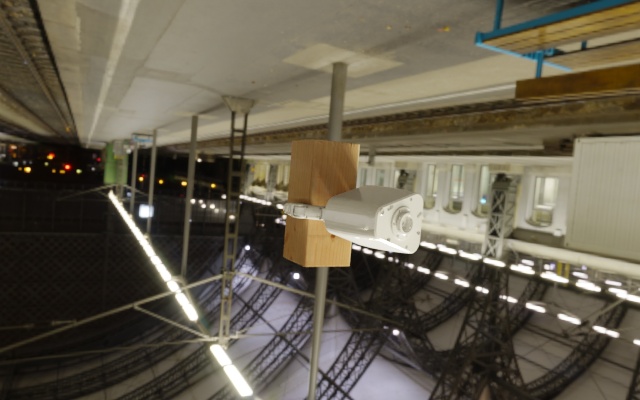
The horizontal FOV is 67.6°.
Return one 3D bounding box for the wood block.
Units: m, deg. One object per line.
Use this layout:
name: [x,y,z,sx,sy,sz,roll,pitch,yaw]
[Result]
wood block: [0.000,0.003,0.818,0.091,0.206,0.090,3,4,-27]
